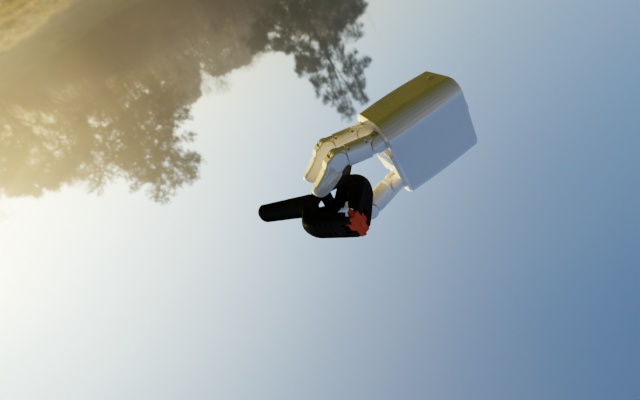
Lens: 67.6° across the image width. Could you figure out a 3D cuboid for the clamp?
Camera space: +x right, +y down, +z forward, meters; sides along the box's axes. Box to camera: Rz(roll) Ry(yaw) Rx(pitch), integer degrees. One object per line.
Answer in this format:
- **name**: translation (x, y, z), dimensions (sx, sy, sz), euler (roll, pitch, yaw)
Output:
- **clamp**: translation (0.001, 0.003, 0.593), dimensions (0.164, 0.036, 0.210), euler (-37, 25, 2)
